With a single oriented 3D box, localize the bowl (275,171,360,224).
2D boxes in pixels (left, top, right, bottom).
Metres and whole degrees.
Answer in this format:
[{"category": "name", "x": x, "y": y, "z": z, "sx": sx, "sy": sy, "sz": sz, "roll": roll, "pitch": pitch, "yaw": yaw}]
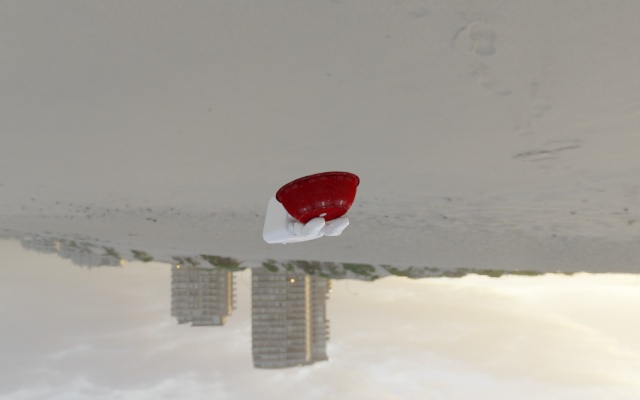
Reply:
[{"category": "bowl", "x": 0.001, "y": 0.003, "z": 0.885, "sx": 0.162, "sy": 0.055, "sz": 0.162, "roll": -11, "pitch": -19, "yaw": -4}]
